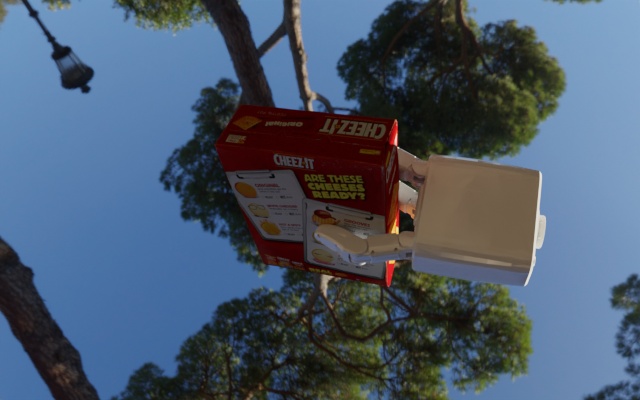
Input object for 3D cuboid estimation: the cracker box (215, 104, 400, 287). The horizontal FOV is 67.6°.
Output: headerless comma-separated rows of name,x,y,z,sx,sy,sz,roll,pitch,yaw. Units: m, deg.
cracker box,0.000,0.002,0.522,0.164,0.072,0.214,8,-37,16
